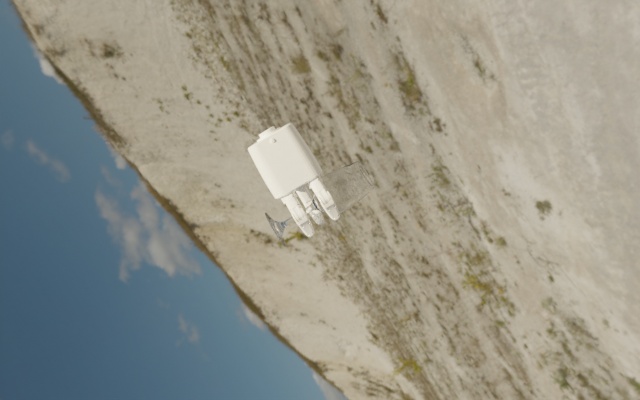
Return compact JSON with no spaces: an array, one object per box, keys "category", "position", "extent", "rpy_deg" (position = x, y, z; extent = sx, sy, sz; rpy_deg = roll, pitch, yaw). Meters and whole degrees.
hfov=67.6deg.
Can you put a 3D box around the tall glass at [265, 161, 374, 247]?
[{"category":"tall glass","position":[0.000,0.003,0.895],"extent":[0.201,0.079,0.079],"rpy_deg":[-31,1,-2]}]
